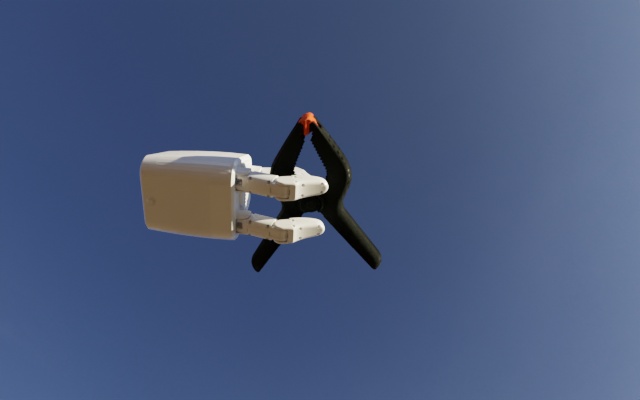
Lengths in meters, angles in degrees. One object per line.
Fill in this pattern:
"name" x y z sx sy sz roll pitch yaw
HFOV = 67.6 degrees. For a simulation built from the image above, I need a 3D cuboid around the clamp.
"clamp" 0.000 0.001 0.572 0.164 0.210 0.036 4 27 -1
